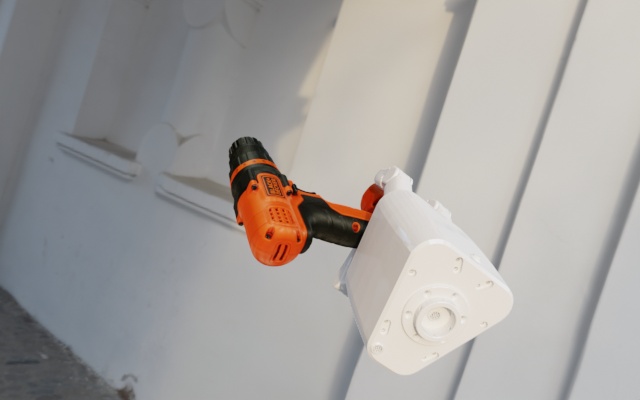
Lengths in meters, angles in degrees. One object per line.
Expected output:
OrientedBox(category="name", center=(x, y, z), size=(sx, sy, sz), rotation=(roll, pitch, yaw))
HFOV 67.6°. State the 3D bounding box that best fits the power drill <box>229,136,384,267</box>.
OrientedBox(category="power drill", center=(0.001, 0.002, 0.494), size=(0.187, 0.057, 0.184), rotation=(8, 34, -25))
